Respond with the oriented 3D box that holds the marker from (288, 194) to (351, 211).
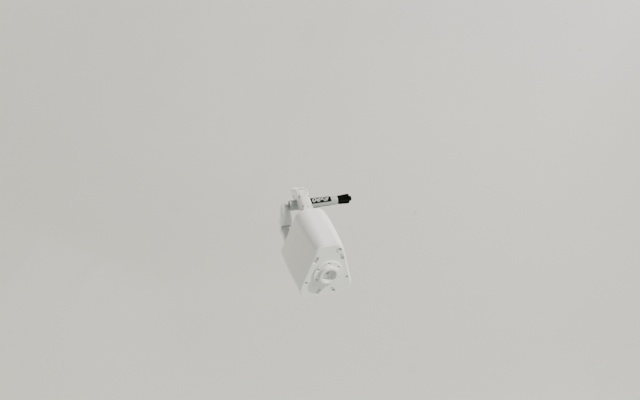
[{"bbox_3d":[0.000,0.003,0.885,0.121,0.020,0.020,-7,2,-18],"label":"marker"}]
